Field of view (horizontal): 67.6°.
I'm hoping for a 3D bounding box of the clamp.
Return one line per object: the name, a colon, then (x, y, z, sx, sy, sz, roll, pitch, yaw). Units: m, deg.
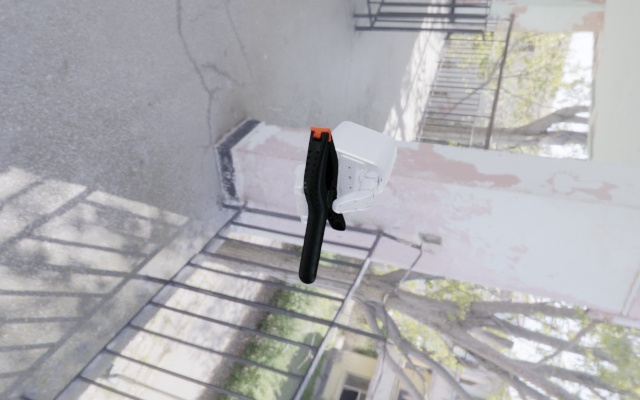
clamp: (0.001, 0.002, 0.675, 0.036, 0.210, 0.164, 7, 35, 17)
